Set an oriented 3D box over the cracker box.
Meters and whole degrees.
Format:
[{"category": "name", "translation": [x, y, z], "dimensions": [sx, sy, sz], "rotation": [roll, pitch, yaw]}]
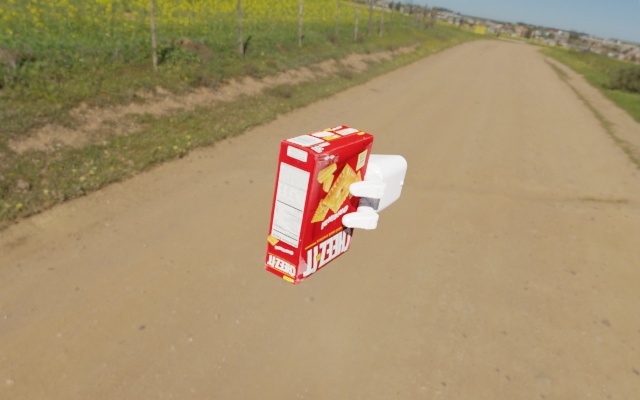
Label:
[{"category": "cracker box", "translation": [0.000, 0.002, 0.744], "dimensions": [0.072, 0.214, 0.164], "rotation": [23, 27, 28]}]
